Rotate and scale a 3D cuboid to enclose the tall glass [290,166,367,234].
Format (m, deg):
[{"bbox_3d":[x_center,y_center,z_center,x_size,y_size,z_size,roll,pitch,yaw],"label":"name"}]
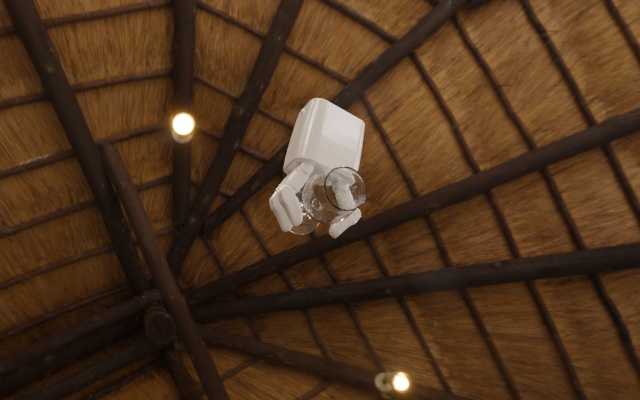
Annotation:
[{"bbox_3d":[0.000,0.003,0.727,0.079,0.079,0.201,0,-11,-20],"label":"tall glass"}]
